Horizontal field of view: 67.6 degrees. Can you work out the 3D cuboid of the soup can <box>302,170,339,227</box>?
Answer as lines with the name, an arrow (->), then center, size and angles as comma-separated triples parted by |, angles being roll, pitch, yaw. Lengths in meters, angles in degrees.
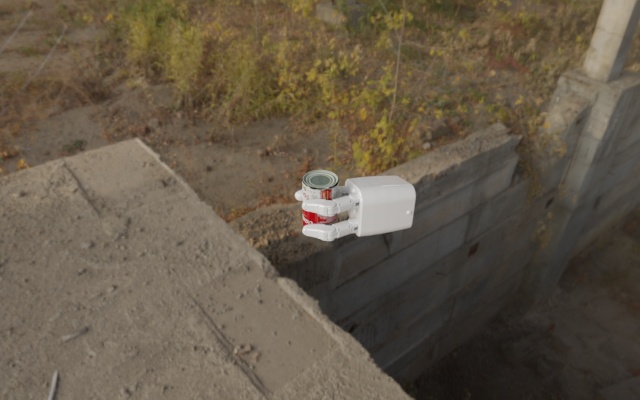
soup can -> 0.000, 0.003, 0.885 | 0.068, 0.102, 0.068 | 0, 34, 0
